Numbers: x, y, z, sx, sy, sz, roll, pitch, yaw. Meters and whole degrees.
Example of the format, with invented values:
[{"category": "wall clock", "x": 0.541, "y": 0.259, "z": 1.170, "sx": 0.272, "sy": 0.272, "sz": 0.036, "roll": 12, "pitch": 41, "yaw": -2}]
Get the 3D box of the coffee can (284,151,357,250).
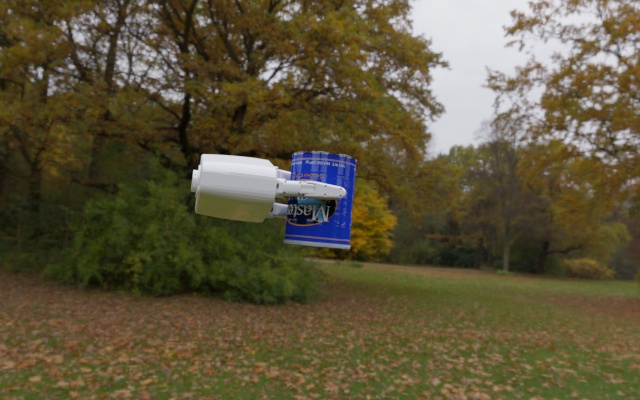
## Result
[{"category": "coffee can", "x": 0.000, "y": 0.003, "z": 0.741, "sx": 0.103, "sy": 0.140, "sz": 0.103, "roll": 5, "pitch": -5, "yaw": 0}]
